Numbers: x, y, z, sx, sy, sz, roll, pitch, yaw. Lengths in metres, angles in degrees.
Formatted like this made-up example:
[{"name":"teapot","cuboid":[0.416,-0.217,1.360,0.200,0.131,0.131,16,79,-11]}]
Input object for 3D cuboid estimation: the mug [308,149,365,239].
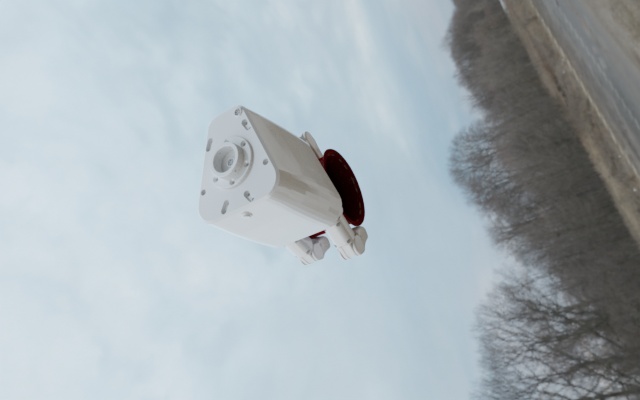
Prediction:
[{"name":"mug","cuboid":[0.001,0.002,0.562,0.081,0.093,0.117,-22,-26,24]}]
